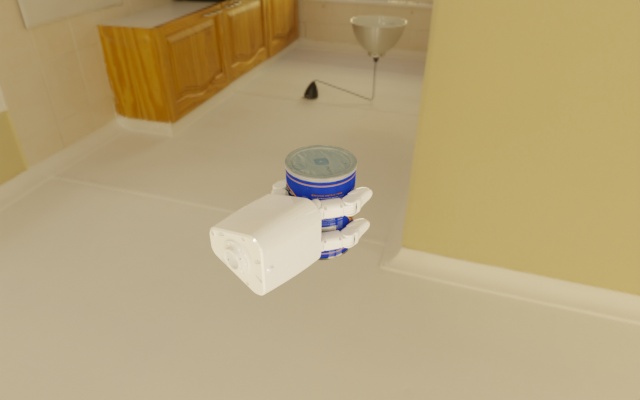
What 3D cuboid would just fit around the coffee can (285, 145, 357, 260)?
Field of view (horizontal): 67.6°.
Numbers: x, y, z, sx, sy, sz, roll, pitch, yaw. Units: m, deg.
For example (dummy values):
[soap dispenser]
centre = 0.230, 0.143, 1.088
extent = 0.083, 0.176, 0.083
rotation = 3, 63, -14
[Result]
[coffee can]
centre = 0.000, 0.002, 0.711
extent = 0.103, 0.140, 0.102
rotation = 0, 32, 0
